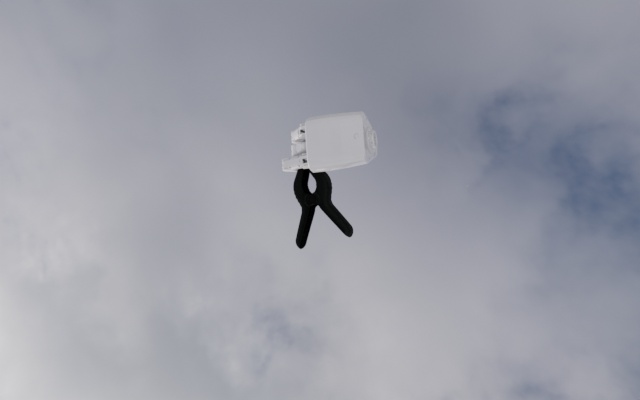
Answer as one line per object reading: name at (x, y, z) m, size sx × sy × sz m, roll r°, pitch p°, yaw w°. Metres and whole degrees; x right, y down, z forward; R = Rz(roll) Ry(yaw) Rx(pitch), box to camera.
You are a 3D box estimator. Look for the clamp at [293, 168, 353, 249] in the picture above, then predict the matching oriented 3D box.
clamp at (0.000, 0.003, 0.896) m, size 0.120 × 0.171 × 0.039 m, roll -6°, pitch 0°, yaw 22°
